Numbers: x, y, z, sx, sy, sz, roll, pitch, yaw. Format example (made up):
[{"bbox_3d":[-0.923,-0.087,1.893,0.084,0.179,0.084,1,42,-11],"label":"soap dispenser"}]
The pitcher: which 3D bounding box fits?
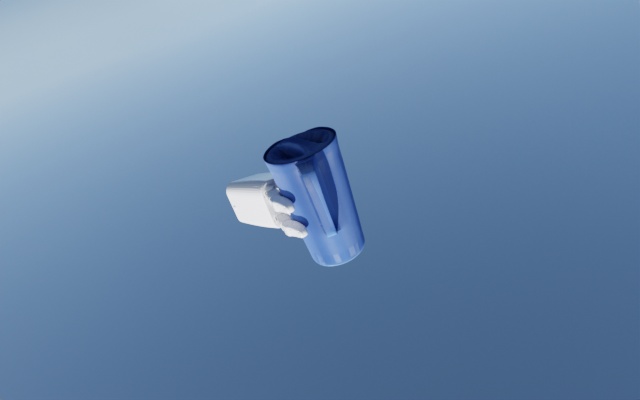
[{"bbox_3d":[0.000,0.003,0.864,0.145,0.243,0.149,4,37,39],"label":"pitcher"}]
